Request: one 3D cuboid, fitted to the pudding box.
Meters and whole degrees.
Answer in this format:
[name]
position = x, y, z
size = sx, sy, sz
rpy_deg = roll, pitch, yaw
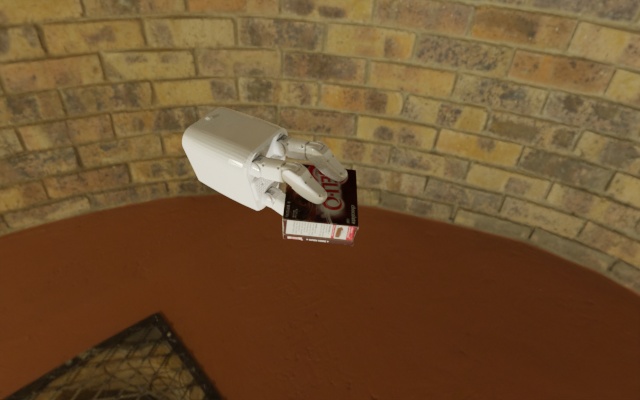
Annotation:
[pudding box]
position = 0.000, 0.002, 0.600
size = 0.090, 0.039, 0.113
rpy_deg = 5, 43, -3
